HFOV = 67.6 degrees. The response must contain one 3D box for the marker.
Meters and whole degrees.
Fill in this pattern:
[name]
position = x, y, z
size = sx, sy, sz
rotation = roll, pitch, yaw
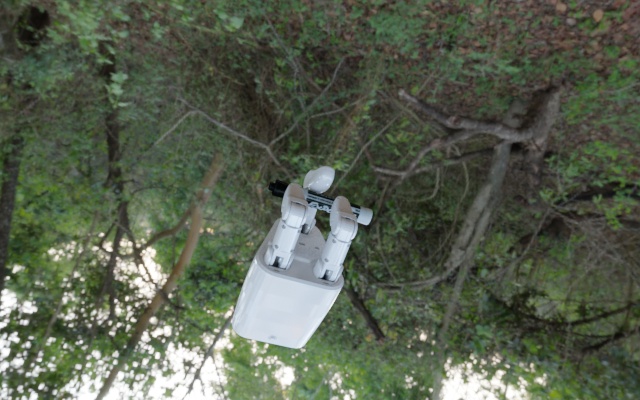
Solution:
[marker]
position = 0.000, 0.002, 0.535
size = 0.121, 0.020, 0.020
rotation = 17, -4, -14
